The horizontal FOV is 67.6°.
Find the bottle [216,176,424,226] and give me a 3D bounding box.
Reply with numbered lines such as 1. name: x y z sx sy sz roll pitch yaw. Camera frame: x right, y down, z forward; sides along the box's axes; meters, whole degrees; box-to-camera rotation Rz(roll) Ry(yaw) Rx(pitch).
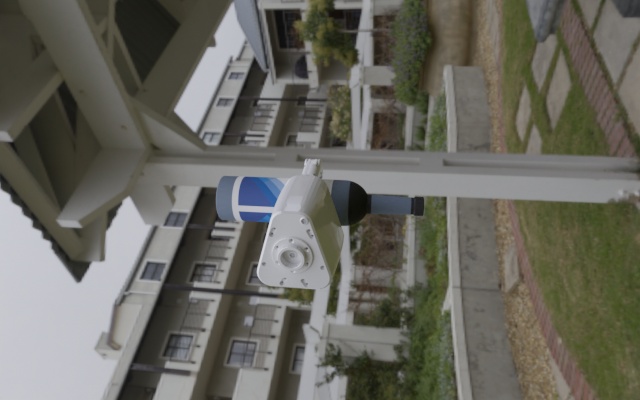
1. bottle: 0.000 0.002 0.696 0.296 0.069 0.069 2 0 8
